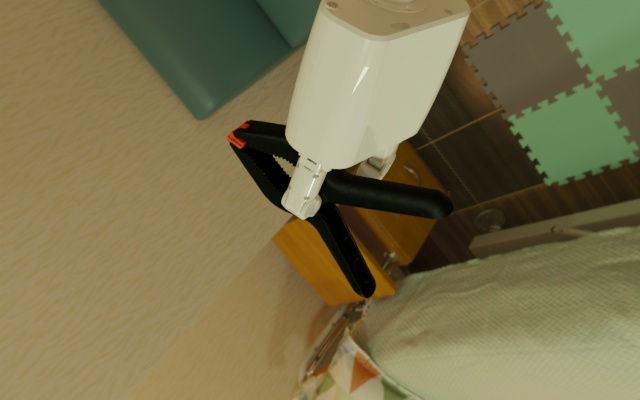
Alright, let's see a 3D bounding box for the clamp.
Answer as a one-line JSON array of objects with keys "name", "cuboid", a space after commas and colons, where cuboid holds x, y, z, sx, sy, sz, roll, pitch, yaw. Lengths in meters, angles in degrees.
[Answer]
[{"name": "clamp", "cuboid": [-0.001, 0.001, 0.452, 0.210, 0.165, 0.036, 33, 47, 12]}]
